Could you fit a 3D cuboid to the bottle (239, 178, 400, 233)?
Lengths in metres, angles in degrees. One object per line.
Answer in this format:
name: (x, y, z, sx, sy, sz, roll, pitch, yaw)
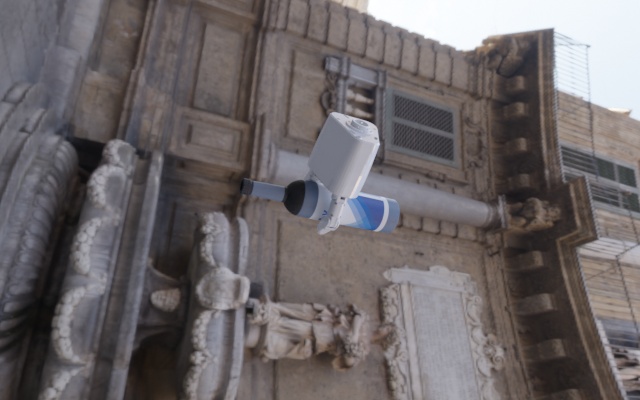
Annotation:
bottle: (0.000, 0.003, 0.863, 0.296, 0.069, 0.069, 12, -4, -22)
